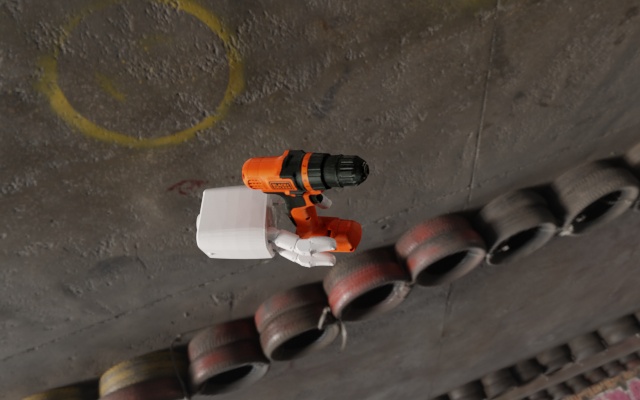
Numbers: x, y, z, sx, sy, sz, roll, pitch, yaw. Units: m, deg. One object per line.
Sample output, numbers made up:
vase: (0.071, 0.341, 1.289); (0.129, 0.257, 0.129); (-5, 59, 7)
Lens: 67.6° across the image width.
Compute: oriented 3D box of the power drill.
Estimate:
power drill: (0.000, 0.003, 0.695); (0.184, 0.057, 0.188); (2, -39, 26)
